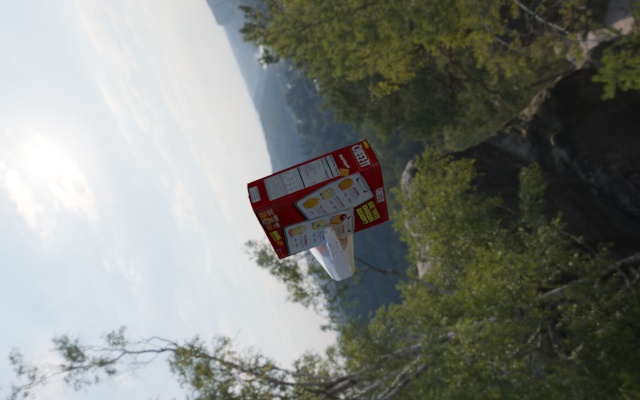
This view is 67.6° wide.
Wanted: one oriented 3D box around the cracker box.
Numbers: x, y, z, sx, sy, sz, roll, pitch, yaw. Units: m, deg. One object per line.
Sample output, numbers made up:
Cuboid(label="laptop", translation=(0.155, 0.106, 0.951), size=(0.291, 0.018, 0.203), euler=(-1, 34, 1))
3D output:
Cuboid(label="cracker box", translation=(0.000, 0.003, 0.819), size=(0.213, 0.072, 0.164), euler=(-21, -38, -1))
